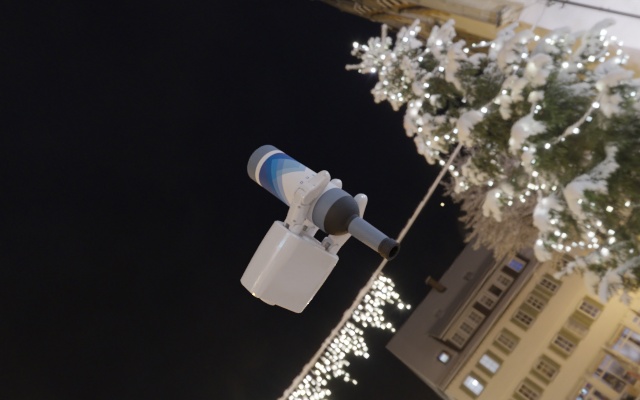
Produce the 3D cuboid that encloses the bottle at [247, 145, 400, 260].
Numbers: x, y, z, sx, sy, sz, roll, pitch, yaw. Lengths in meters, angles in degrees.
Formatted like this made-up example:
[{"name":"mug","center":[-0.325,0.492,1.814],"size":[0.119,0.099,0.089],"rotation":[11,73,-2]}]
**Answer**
[{"name":"bottle","center":[0.000,0.002,0.723],"size":[0.069,0.069,0.295],"rotation":[0,27,-48]}]
